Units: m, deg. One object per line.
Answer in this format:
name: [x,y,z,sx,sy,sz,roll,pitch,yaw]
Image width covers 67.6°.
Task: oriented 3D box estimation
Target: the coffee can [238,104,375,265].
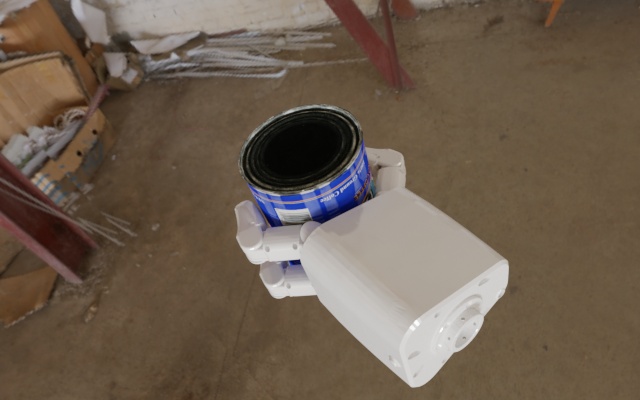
coffee can: [0.000,0.001,0.427,0.103,0.102,0.140,0,-40,19]
